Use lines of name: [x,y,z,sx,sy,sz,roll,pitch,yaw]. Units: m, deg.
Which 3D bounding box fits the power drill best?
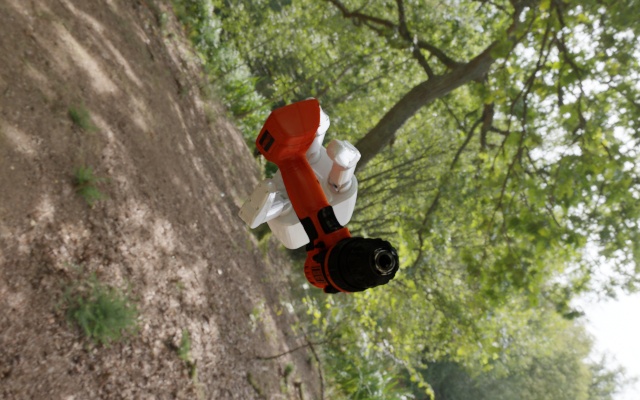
power drill: [0.000,0.001,0.470,0.057,0.187,0.184,-19,-4,-21]
